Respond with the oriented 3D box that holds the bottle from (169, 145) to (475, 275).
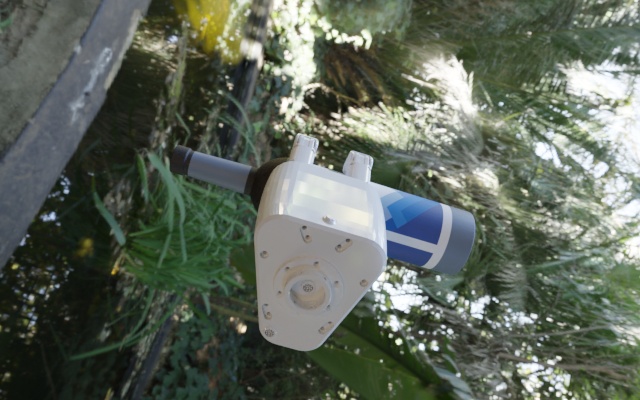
[{"bbox_3d":[0.000,0.002,0.470,0.296,0.069,0.069,17,-2,-5],"label":"bottle"}]
